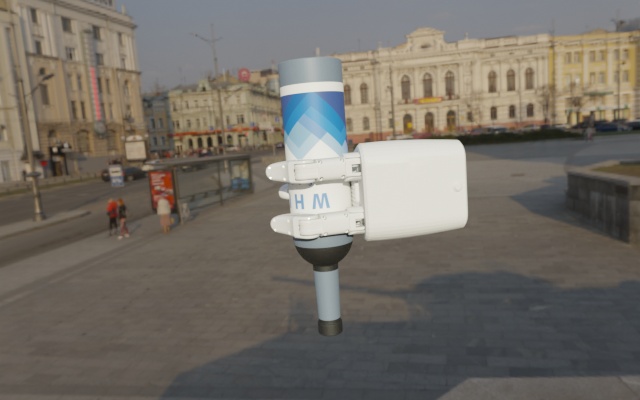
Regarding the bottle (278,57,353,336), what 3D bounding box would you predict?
[{"bbox_3d":[0.000,0.001,0.517,0.069,0.296,0.069,-4,7,1],"label":"bottle"}]
